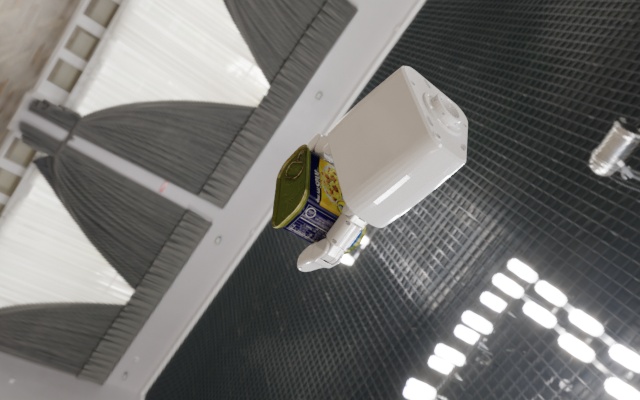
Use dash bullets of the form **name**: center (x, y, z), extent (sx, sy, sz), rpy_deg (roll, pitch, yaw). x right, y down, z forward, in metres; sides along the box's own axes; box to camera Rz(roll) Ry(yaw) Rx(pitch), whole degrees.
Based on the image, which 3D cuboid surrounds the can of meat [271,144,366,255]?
- **can of meat**: center (0.000, 0.002, 0.514), extent (0.084, 0.102, 0.057), rpy_deg (30, -54, -25)
